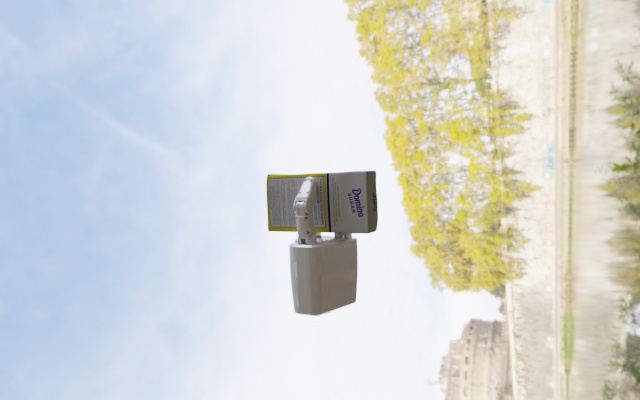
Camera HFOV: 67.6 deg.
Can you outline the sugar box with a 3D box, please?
[{"bbox_3d":[0.000,0.003,0.738,0.176,0.093,0.048,0,4,26],"label":"sugar box"}]
